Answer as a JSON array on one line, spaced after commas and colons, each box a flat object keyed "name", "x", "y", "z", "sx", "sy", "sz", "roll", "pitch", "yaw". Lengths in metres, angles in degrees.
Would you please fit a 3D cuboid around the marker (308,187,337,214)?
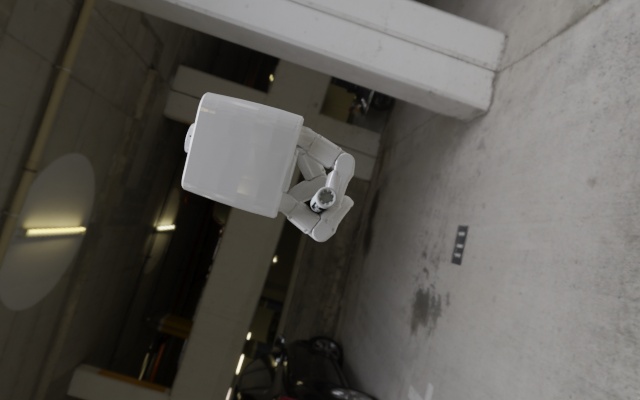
[{"name": "marker", "x": 0.000, "y": 0.002, "z": 0.477, "sx": 0.020, "sy": 0.020, "sz": 0.121, "roll": 0, "pitch": -4, "yaw": -5}]
